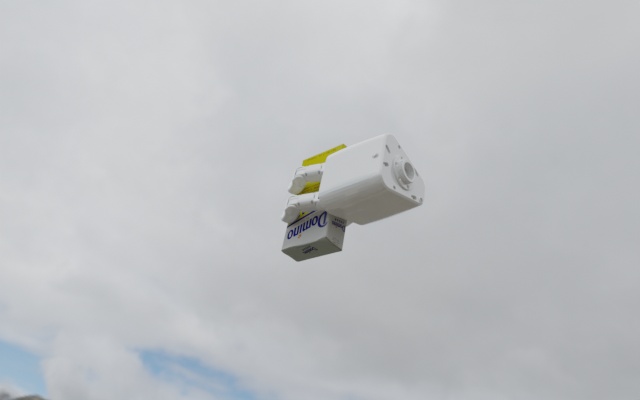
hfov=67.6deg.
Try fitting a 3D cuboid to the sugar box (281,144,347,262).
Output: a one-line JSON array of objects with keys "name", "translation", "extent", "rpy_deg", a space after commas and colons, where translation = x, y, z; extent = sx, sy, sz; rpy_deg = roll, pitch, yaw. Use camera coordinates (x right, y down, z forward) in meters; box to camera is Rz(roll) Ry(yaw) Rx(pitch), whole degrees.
[{"name": "sugar box", "translation": [0.000, 0.002, 0.743], "extent": [0.093, 0.176, 0.048], "rpy_deg": [-20, -46, 38]}]
